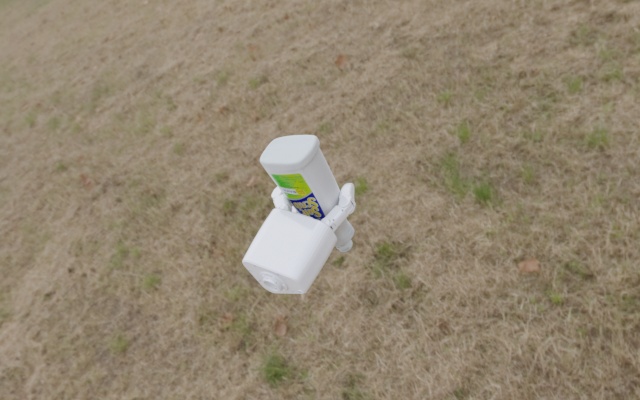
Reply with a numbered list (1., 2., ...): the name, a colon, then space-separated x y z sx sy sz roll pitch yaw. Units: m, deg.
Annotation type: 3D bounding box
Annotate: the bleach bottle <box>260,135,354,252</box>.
1. bleach bottle: 0.000 0.003 0.815 0.102 0.068 0.251 4 -40 38
